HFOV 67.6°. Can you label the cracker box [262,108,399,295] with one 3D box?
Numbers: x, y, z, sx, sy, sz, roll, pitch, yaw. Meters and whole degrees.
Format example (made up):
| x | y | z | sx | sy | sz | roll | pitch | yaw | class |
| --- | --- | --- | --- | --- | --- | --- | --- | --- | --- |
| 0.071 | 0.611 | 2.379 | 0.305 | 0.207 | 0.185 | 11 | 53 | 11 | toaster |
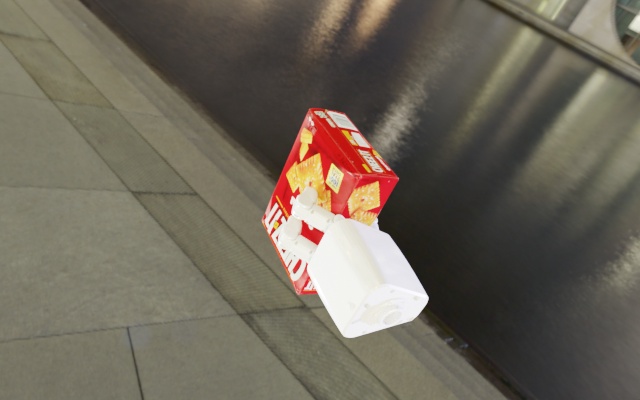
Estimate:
| x | y | z | sx | sy | sz | roll | pitch | yaw | class |
| --- | --- | --- | --- | --- | --- | --- | --- | --- | --- |
| 0.000 | 0.002 | 0.679 | 0.072 | 0.214 | 0.164 | 4 | 37 | -33 | cracker box |
